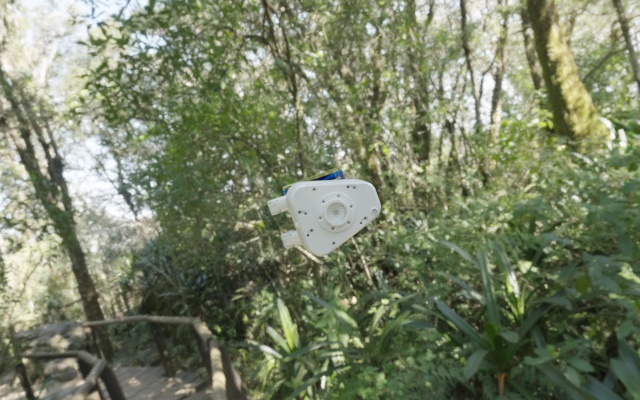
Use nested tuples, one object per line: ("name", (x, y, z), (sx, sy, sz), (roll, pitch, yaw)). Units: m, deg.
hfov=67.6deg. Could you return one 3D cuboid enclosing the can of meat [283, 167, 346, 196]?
("can of meat", (0.000, 0.002, 0.740), (0.102, 0.084, 0.057), (-20, 3, -1))
